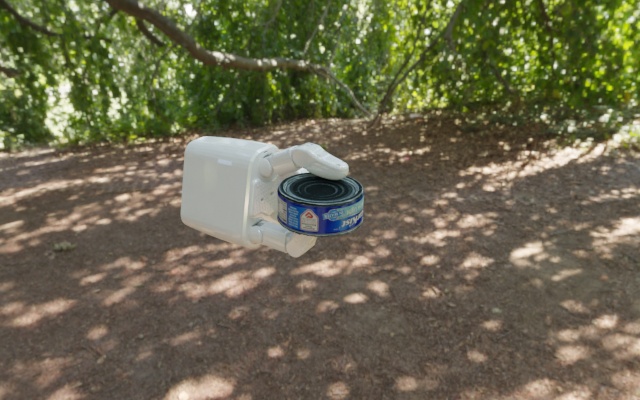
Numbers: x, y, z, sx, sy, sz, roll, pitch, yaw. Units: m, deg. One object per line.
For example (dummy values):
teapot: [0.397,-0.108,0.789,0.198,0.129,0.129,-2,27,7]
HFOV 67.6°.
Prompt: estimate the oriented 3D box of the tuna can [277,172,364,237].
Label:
tuna can: [0.000,0.001,0.469,0.086,0.034,0.086,1,24,-1]
